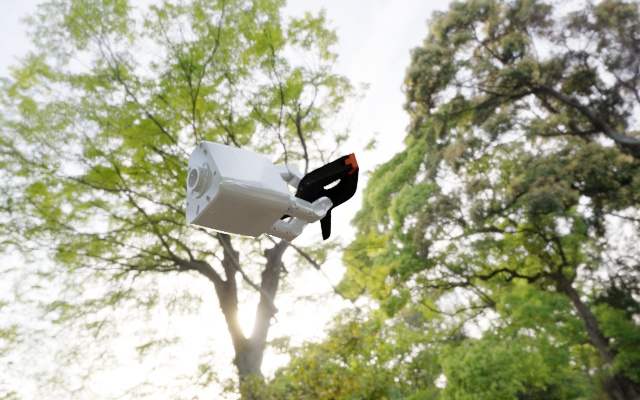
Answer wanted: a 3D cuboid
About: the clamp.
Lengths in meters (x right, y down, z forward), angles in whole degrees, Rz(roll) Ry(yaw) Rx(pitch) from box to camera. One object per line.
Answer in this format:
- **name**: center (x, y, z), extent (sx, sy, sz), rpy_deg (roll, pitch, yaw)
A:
- **clamp**: center (0.000, 0.001, 0.748), extent (0.164, 0.036, 0.210), rpy_deg (15, -43, -40)
